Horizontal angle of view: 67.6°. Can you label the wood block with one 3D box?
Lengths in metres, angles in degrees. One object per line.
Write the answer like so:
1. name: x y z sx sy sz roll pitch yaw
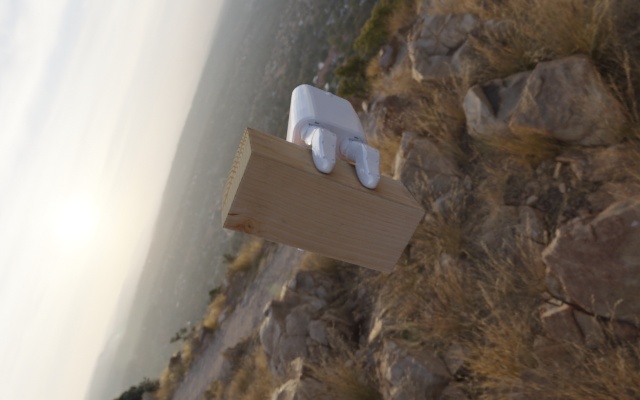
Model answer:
1. wood block: 0.000 0.002 0.549 0.206 0.091 0.090 18 22 -20
